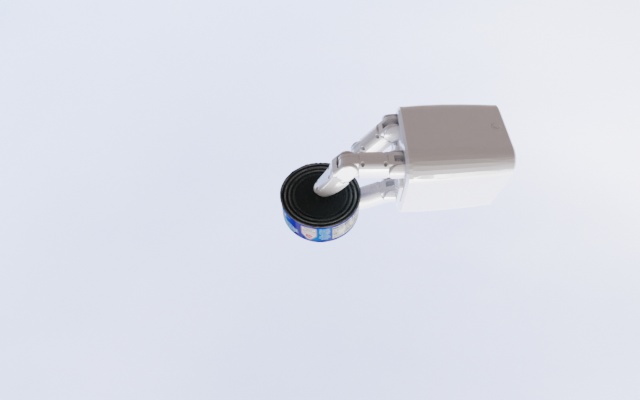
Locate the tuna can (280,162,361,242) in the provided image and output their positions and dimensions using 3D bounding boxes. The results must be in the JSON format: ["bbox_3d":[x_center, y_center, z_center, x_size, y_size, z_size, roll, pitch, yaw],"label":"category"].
[{"bbox_3d":[0.000,0.002,0.517,0.086,0.086,0.034,0,-36,1],"label":"tuna can"}]
